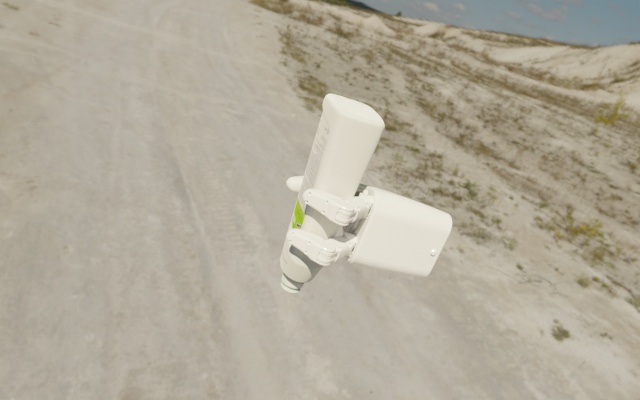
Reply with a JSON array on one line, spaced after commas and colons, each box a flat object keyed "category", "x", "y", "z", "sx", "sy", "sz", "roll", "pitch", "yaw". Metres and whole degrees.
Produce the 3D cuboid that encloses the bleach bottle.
[{"category": "bleach bottle", "x": 0.000, "y": 0.002, "z": 0.598, "sx": 0.068, "sy": 0.251, "sz": 0.102, "roll": 15, "pitch": 22, "yaw": -14}]
